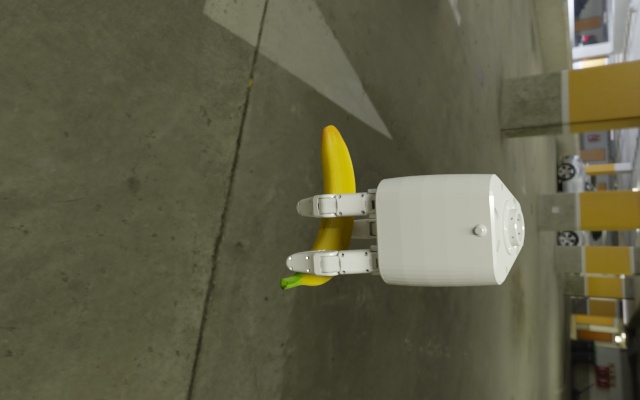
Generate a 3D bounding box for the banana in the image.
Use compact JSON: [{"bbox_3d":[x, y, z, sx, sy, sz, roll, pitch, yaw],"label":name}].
[{"bbox_3d":[0.011,0.013,0.536,0.037,0.197,0.070,-6,-29,40],"label":"banana"}]
